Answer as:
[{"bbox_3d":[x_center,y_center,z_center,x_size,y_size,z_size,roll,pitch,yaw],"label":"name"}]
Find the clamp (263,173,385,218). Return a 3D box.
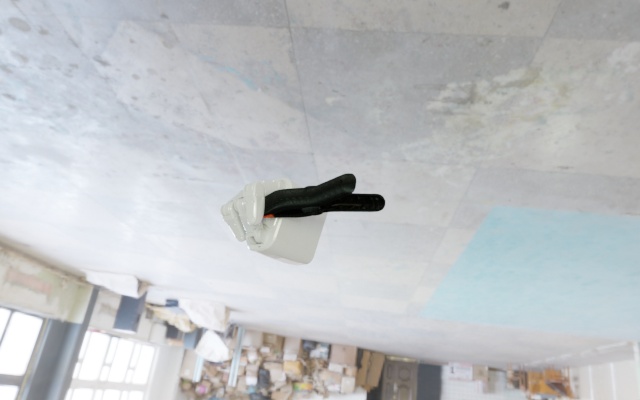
[{"bbox_3d":[0.000,0.003,0.644,0.171,0.039,0.120,-8,-23,34],"label":"clamp"}]
